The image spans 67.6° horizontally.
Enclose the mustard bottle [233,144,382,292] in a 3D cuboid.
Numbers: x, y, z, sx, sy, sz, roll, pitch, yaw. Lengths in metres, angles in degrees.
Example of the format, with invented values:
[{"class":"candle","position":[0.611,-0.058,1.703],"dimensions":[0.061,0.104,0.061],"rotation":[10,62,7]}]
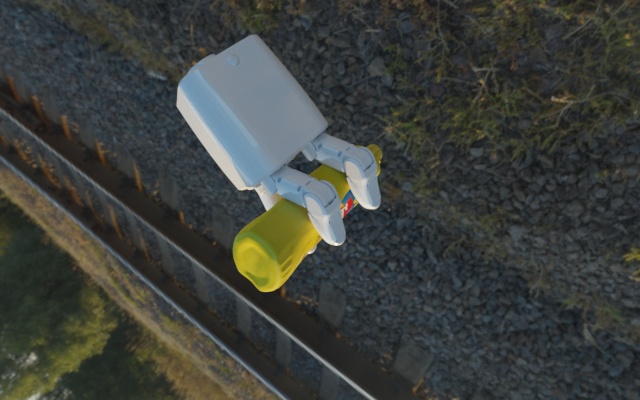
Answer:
[{"class":"mustard bottle","position":[0.000,0.002,0.471],"dimensions":[0.191,0.058,0.096],"rotation":[-44,-13,-31]}]
